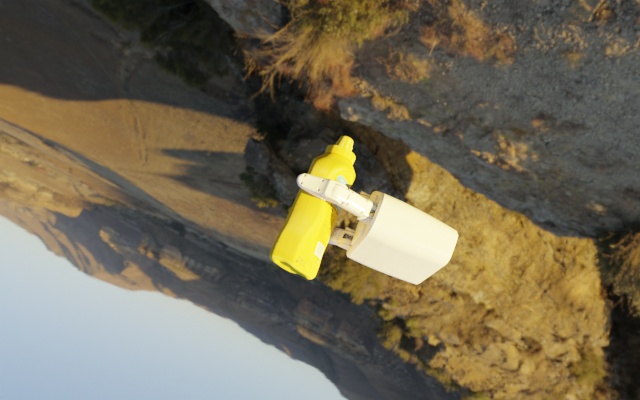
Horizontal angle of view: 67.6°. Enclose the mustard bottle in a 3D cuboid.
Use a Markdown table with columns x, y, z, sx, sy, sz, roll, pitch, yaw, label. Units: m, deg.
| x | y | z | sx | sy | sz | roll | pitch | yaw | label |
| --- | --- | --- | --- | --- | --- | --- | --- | --- | --- |
| 0.000 | 0.002 | 0.622 | 0.058 | 0.191 | 0.096 | 18 | -15 | 21 | mustard bottle |
